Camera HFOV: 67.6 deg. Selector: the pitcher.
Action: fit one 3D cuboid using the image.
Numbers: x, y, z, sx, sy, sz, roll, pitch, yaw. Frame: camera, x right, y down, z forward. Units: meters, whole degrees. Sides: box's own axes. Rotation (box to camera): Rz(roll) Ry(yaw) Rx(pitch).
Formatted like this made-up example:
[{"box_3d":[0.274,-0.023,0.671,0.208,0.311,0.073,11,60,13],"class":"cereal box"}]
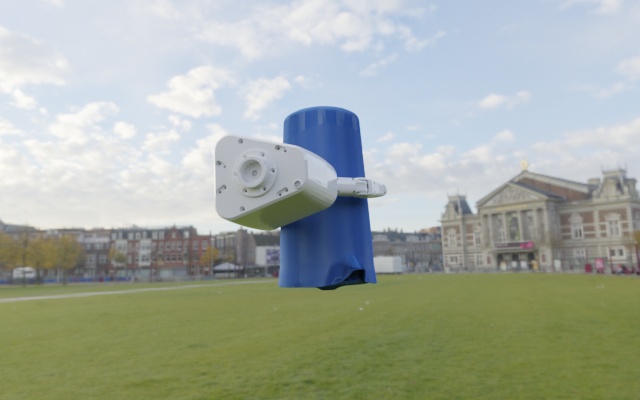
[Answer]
[{"box_3d":[0.000,0.002,0.670,0.149,0.243,0.145,-5,-8,19],"class":"pitcher"}]
